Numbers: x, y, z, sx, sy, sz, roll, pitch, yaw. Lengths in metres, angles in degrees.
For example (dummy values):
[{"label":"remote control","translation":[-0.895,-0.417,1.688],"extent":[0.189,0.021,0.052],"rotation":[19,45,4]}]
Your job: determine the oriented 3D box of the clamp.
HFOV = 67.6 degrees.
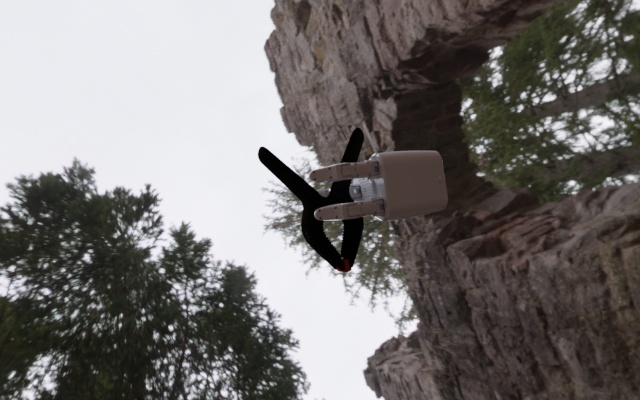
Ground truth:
[{"label":"clamp","translation":[0.000,0.003,0.690],"extent":[0.164,0.210,0.036],"rotation":[-7,-3,-19]}]
